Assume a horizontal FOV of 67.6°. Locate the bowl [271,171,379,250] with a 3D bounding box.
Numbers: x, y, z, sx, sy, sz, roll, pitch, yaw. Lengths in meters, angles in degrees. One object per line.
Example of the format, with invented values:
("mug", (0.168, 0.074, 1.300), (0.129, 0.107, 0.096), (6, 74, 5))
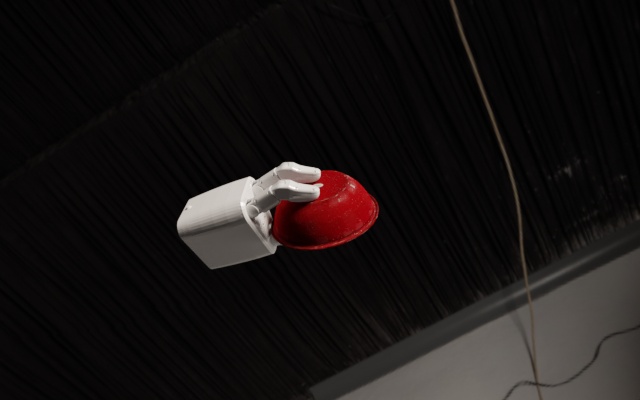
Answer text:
("bowl", (0.001, 0.001, 0.688), (0.162, 0.055, 0.162), (-10, 29, 6))
